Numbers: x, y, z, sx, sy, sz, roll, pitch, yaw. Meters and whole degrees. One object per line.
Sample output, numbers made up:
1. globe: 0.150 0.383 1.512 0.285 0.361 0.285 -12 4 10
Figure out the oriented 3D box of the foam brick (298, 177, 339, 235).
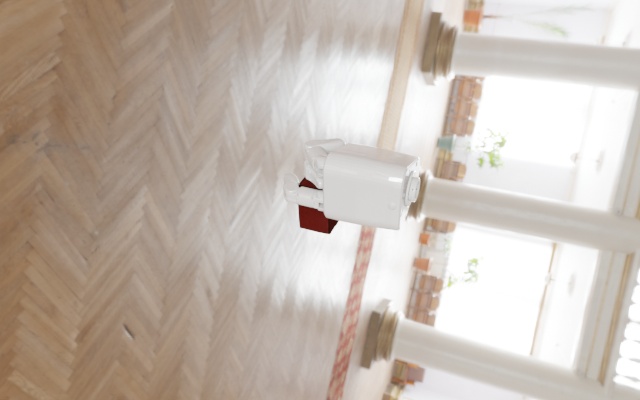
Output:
1. foam brick: 0.000 0.003 0.712 0.051 0.078 0.053 12 36 19
